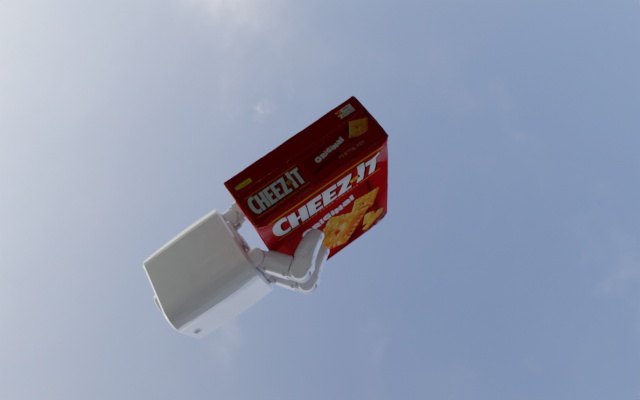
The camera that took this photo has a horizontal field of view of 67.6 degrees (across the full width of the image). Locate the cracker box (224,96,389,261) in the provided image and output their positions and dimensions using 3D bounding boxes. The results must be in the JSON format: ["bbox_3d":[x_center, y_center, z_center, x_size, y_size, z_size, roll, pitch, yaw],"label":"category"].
[{"bbox_3d":[0.000,0.002,0.566,0.164,0.072,0.214,-36,-23,-8],"label":"cracker box"}]
